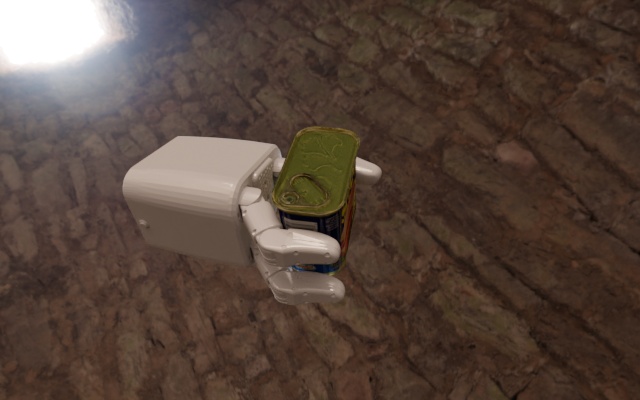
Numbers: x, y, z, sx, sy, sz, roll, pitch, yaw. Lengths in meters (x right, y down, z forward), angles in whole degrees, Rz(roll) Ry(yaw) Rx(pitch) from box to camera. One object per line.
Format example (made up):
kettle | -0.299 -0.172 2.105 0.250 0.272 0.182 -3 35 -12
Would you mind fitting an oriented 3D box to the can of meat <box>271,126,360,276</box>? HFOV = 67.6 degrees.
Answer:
can of meat | 0.000 0.002 0.408 0.057 0.102 0.084 6 -43 10
